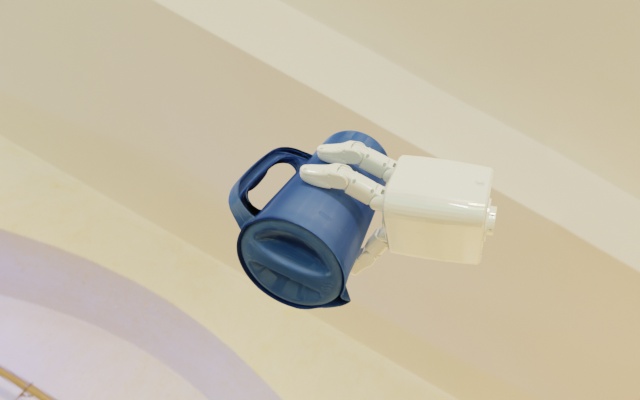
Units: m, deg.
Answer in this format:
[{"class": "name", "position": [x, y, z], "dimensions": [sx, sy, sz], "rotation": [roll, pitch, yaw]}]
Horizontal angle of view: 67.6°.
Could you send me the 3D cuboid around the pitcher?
[{"class": "pitcher", "position": [0.000, 0.002, 0.608], "dimensions": [0.145, 0.149, 0.242], "rotation": [8, 38, 21]}]
